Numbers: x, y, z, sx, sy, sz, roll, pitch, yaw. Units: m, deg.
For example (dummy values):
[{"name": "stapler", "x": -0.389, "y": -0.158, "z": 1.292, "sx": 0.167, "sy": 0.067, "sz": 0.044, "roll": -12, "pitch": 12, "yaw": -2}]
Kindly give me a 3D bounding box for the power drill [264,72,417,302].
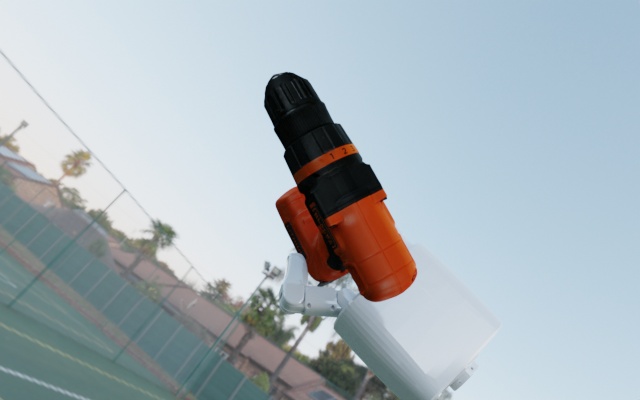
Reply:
[{"name": "power drill", "x": 0.000, "y": 0.002, "z": 0.416, "sx": 0.057, "sy": 0.184, "sz": 0.188, "roll": -25, "pitch": -7, "yaw": -11}]
